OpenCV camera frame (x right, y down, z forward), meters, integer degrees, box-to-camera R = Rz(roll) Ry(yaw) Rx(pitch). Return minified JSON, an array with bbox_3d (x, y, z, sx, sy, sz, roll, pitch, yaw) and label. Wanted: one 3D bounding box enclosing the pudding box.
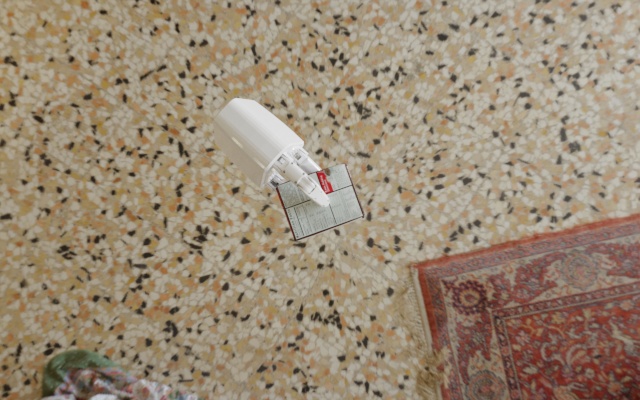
[{"bbox_3d":[0.000,0.002,0.716,0.113,0.090,0.039,-19,-3,1],"label":"pudding box"}]
